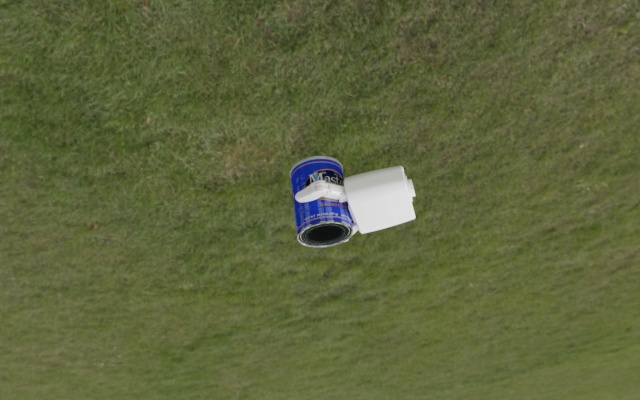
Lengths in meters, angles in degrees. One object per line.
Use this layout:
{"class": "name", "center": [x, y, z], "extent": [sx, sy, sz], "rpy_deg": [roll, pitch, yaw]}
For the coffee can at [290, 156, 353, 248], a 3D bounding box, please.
{"class": "coffee can", "center": [0.000, 0.003, 0.890], "extent": [0.103, 0.140, 0.103], "rpy_deg": [-6, -30, -3]}
